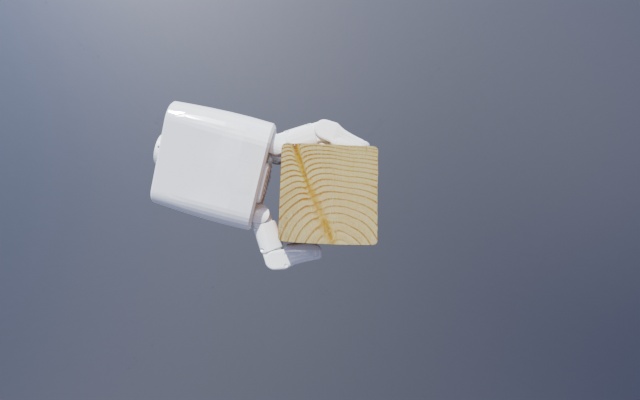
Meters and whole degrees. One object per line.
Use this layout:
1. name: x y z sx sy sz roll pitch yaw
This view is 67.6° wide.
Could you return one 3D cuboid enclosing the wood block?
1. wood block: 0.000 0.002 0.525 0.090 0.091 0.206 2 -4 -4
